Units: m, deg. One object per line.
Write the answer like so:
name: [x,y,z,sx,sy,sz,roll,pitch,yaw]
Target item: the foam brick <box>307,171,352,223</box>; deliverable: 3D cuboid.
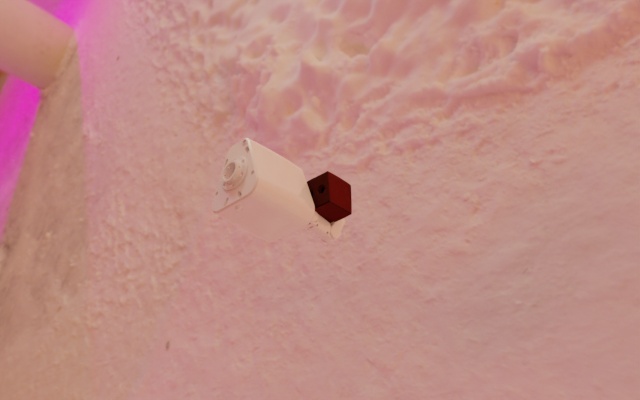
foam brick: [0.000,0.002,0.698,0.078,0.053,0.051,-26,-40,32]
